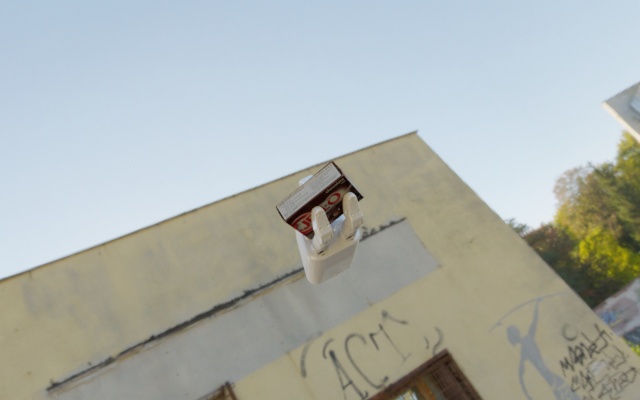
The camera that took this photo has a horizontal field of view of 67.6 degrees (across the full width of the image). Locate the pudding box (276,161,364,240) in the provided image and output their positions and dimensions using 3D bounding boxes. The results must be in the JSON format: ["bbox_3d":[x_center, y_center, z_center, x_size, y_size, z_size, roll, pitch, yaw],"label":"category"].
[{"bbox_3d":[0.000,0.002,0.729,0.113,0.039,0.090,-41,-31,5],"label":"pudding box"}]
